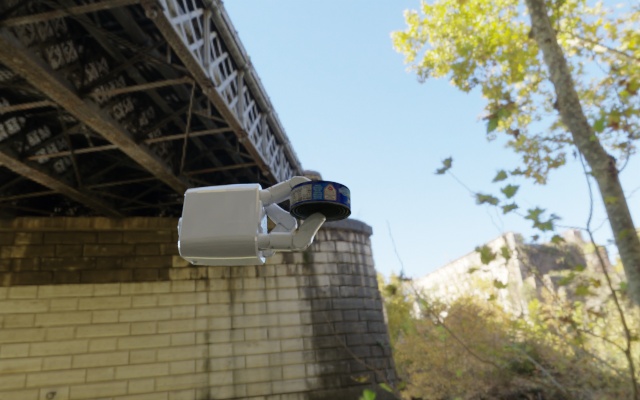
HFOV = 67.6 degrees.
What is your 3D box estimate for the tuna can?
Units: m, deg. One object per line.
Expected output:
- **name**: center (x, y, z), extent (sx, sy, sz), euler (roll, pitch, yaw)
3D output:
- **tuna can**: center (0.000, 0.002, 0.662), extent (0.086, 0.033, 0.086), euler (1, -20, 0)
